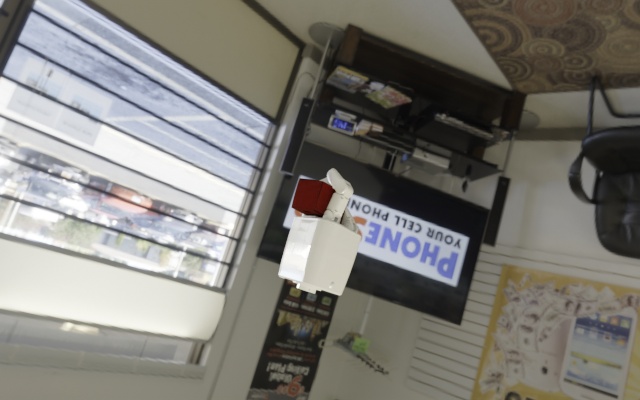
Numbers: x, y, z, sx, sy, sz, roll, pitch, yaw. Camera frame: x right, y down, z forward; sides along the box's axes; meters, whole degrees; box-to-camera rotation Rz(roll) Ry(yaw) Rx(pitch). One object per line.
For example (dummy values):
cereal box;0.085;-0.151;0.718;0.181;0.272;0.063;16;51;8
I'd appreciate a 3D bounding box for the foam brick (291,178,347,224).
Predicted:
foam brick;0.000;0.002;0.784;0.053;0.051;0.078;8;-14;41
